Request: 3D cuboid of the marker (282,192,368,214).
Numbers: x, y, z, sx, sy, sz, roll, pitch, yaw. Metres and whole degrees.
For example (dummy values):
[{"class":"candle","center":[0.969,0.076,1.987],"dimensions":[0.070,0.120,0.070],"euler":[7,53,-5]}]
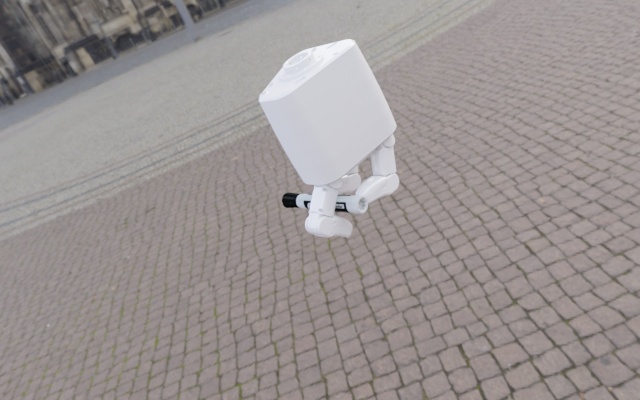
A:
[{"class":"marker","center":[0.000,0.002,0.533],"dimensions":[0.121,0.020,0.020],"euler":[4,2,44]}]
